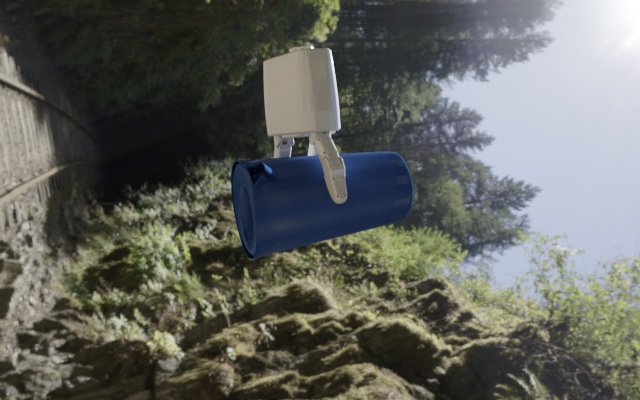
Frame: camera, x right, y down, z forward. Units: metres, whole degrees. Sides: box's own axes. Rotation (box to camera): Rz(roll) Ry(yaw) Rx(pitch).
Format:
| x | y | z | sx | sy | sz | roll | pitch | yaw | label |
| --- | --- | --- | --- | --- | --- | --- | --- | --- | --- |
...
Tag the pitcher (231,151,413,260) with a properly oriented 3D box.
| x | y | z | sx | sy | sz | roll | pitch | yaw | label |
| --- | --- | --- | --- | --- | --- | --- | --- | --- | --- |
| 0.000 | 0.002 | 0.680 | 0.243 | 0.145 | 0.149 | -9 | 8 | -21 | pitcher |
